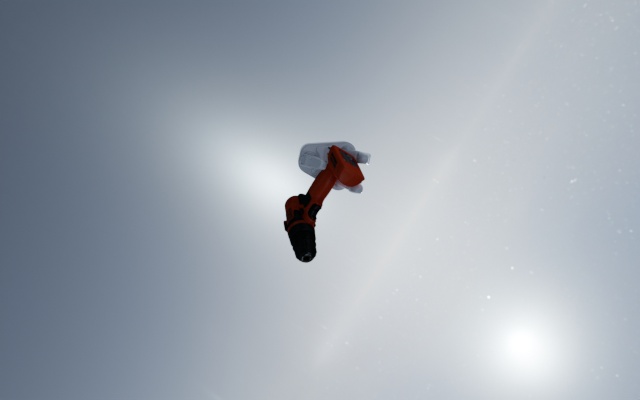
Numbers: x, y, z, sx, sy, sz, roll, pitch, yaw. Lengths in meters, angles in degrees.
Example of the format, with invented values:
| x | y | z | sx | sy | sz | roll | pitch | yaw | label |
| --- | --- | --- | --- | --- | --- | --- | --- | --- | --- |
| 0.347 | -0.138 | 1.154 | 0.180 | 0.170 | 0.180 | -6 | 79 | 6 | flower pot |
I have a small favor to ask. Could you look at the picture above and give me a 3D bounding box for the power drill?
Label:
| x | y | z | sx | sy | sz | roll | pitch | yaw | label |
| --- | --- | --- | --- | --- | --- | --- | --- | --- | --- |
| 0.000 | 0.002 | 0.883 | 0.057 | 0.188 | 0.184 | 29 | 23 | -28 | power drill |
